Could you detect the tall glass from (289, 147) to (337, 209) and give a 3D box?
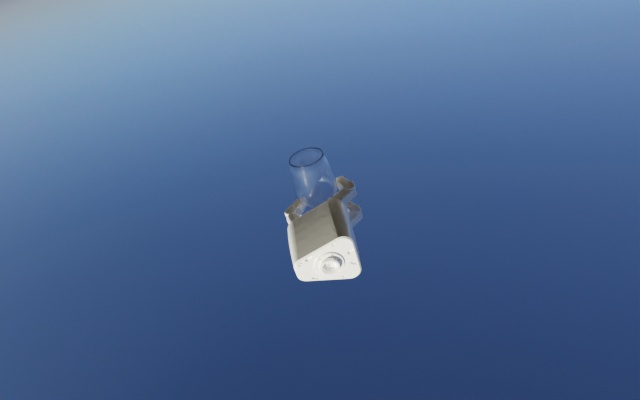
[{"bbox_3d":[0.000,0.003,0.881,0.079,0.201,0.079,-12,35,8],"label":"tall glass"}]
